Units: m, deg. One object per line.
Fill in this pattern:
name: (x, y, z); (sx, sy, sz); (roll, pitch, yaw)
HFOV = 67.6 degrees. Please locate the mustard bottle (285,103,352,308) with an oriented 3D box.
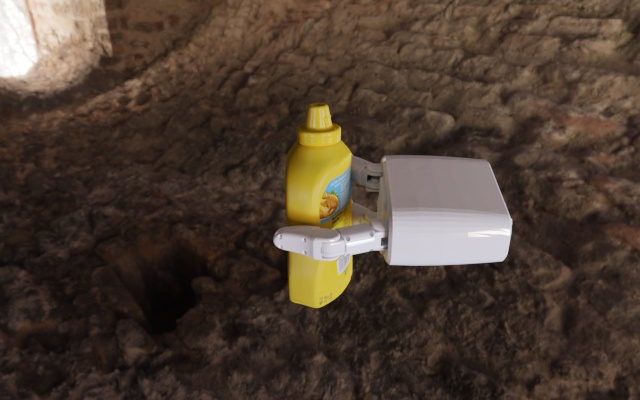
mustard bottle: (0.000, 0.002, 0.468); (0.058, 0.192, 0.096); (11, 27, 23)
